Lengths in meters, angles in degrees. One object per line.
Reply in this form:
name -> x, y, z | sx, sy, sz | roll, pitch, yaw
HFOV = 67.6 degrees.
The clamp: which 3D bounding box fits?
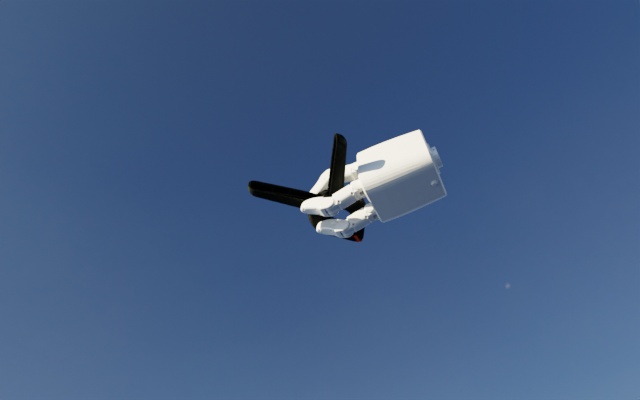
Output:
clamp -> 0.001, 0.002, 0.743 | 0.164, 0.036, 0.210 | -21, -47, 15
